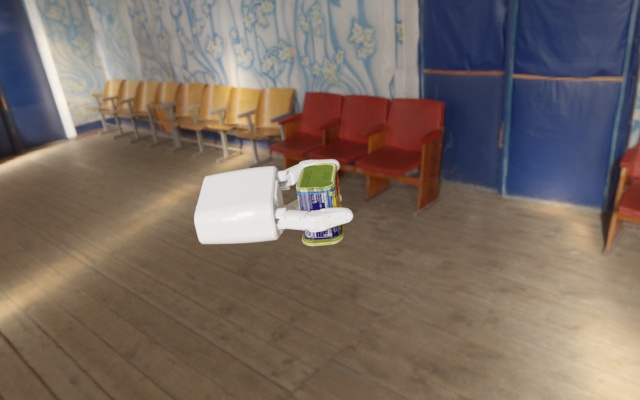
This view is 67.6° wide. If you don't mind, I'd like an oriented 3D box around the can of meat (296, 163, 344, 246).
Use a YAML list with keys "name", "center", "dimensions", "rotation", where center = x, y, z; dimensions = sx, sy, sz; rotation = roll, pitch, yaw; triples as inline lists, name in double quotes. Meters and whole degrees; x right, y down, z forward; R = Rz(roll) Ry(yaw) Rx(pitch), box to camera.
- name: "can of meat"
  center: [0.000, 0.002, 0.671]
  dimensions: [0.057, 0.084, 0.102]
  rotation: [-5, 23, 7]
